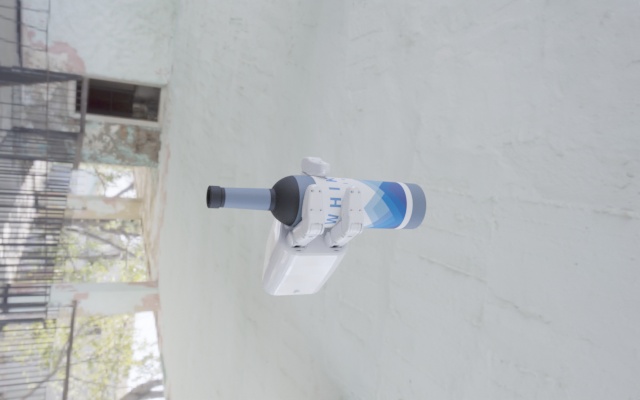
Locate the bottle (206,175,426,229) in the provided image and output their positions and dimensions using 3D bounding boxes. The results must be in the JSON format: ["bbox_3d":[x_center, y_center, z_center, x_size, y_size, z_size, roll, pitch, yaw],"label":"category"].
[{"bbox_3d":[0.000,0.002,0.628,0.296,0.069,0.069,3,-1,-25],"label":"bottle"}]
